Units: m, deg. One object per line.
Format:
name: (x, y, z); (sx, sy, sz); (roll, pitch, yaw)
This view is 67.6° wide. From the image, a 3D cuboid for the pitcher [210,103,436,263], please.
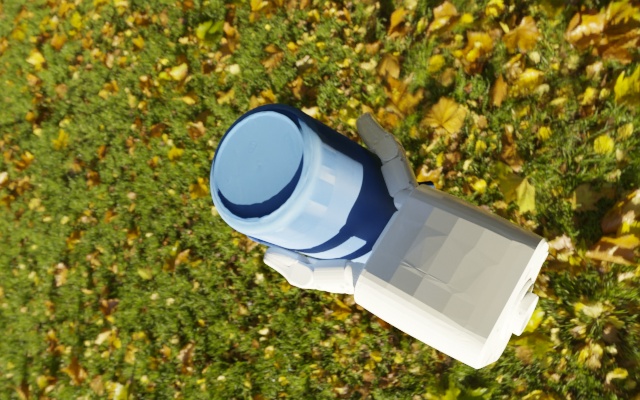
pitcher: (0.000, 0.002, 0.474); (0.145, 0.149, 0.243); (28, 3, 32)
